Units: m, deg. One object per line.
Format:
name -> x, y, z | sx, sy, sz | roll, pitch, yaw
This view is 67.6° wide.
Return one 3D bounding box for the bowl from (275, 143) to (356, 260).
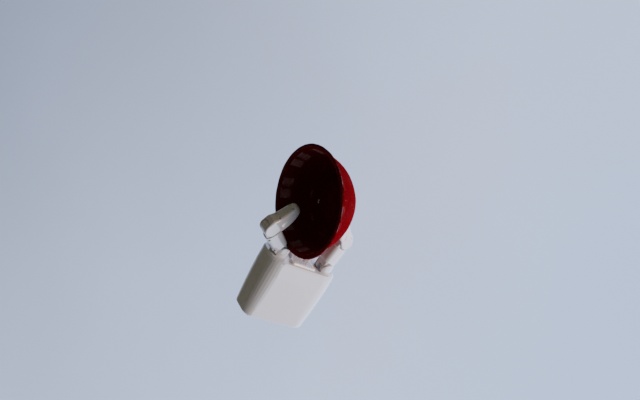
bowl -> 0.001, 0.001, 0.678 | 0.055, 0.162, 0.162 | 3, -2, -37
